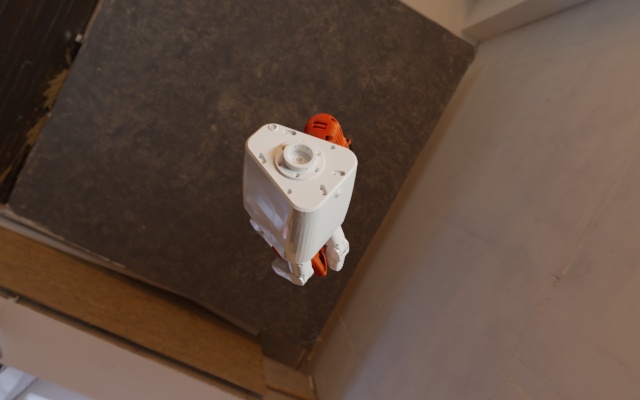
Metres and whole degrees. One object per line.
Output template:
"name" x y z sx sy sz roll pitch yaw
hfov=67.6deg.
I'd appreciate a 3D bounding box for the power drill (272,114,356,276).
"power drill" 0.000 0.002 0.650 0.057 0.187 0.184 8 -20 18
